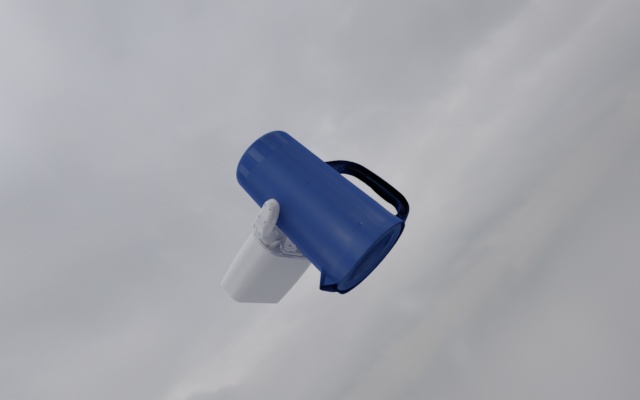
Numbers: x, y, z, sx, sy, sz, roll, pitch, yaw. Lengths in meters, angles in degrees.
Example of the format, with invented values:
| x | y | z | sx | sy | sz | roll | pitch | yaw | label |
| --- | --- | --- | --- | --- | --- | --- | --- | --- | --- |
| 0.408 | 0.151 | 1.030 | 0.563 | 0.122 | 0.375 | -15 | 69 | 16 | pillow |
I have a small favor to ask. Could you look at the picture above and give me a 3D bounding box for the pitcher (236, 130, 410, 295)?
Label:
| x | y | z | sx | sy | sz | roll | pitch | yaw | label |
| --- | --- | --- | --- | --- | --- | --- | --- | --- | --- |
| 0.000 | 0.002 | 0.695 | 0.242 | 0.145 | 0.149 | 42 | 21 | 20 | pitcher |
